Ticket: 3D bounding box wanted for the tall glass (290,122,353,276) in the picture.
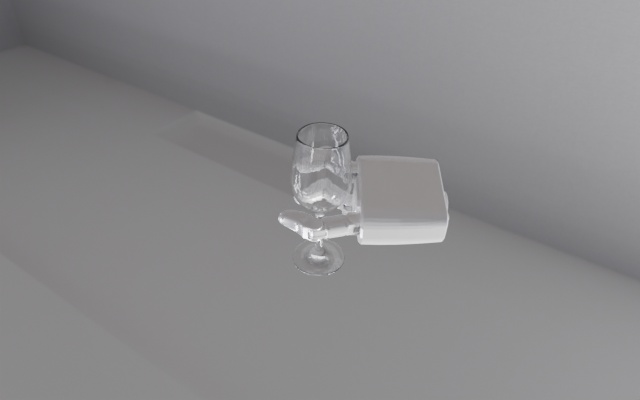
[{"bbox_3d":[0.000,0.003,0.617,0.079,0.201,0.079,1,38,-1],"label":"tall glass"}]
